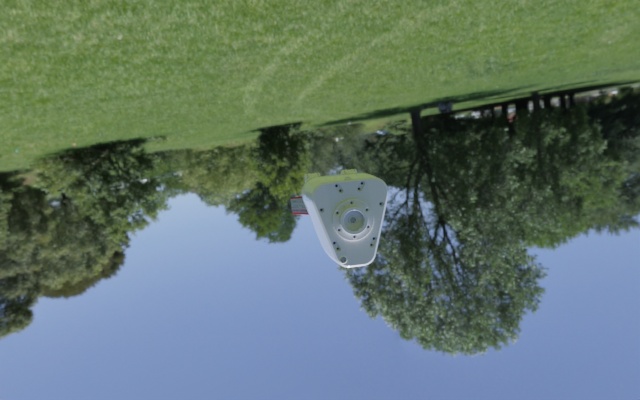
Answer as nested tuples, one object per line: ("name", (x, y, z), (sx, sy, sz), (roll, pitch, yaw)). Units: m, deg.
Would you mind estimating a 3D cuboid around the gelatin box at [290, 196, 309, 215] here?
("gelatin box", (0.000, 0.003, 0.749), (0.073, 0.030, 0.089), (-9, 1, -19))
